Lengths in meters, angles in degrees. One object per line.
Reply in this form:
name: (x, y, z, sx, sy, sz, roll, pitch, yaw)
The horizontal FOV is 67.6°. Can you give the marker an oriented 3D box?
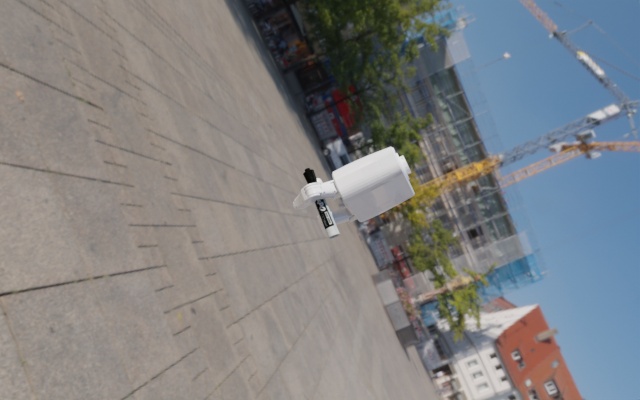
marker: (0.000, 0.003, 0.761, 0.020, 0.121, 0.020, -20, -16, -6)
